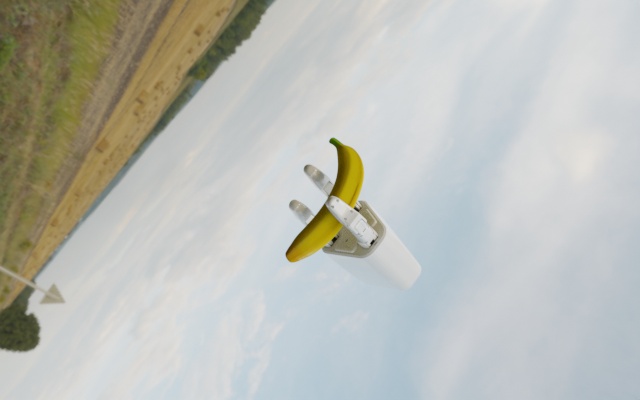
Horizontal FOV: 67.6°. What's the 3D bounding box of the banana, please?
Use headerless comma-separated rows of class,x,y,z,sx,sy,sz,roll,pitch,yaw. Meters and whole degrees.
banana,0.016,0.000,0.646,0.069,0.197,0.037,2,-32,36
